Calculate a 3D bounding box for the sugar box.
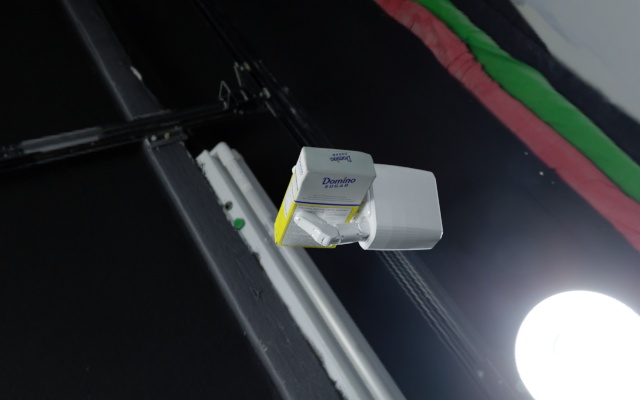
[{"bbox_3d":[0.000,0.002,0.647,0.093,0.048,0.176,4,-39,-18],"label":"sugar box"}]
